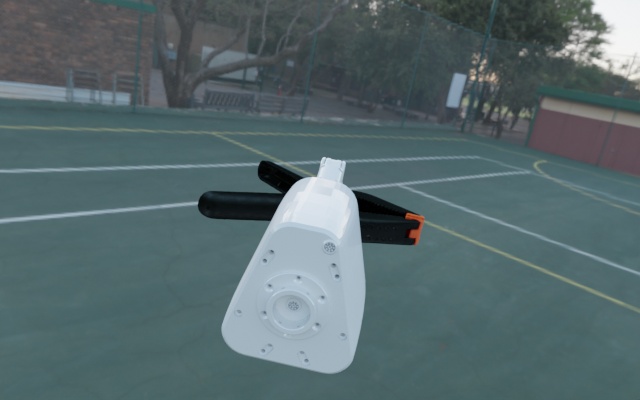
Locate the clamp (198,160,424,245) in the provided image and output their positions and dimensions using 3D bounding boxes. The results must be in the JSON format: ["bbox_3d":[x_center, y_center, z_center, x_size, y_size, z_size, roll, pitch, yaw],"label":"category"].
[{"bbox_3d":[0.001,0.001,0.498,0.210,0.036,0.164,12,20,3],"label":"clamp"}]
